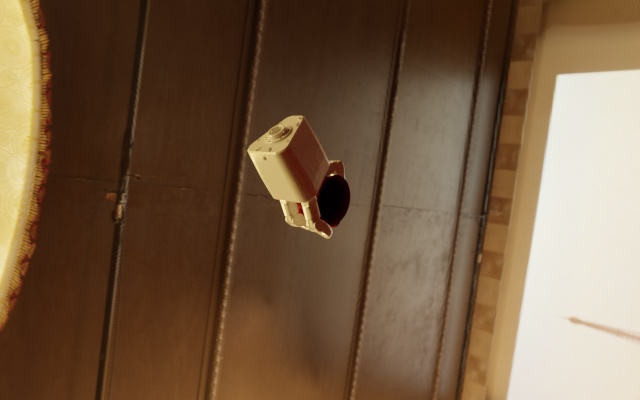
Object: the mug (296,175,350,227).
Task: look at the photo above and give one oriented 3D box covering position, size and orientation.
[{"bbox_3d":[0.001,0.004,0.899,0.081,0.117,0.093,11,49,42],"label":"mug"}]
